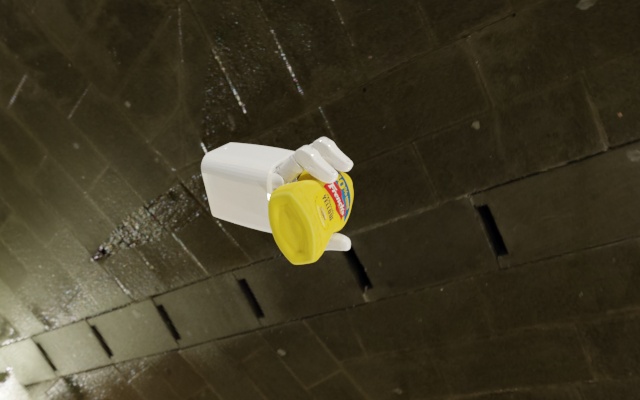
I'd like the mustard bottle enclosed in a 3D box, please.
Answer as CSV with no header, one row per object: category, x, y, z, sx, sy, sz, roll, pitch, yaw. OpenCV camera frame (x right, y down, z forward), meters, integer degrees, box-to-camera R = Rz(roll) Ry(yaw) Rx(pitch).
mustard bottle,0.000,0.002,0.637,0.058,0.096,0.191,-13,15,26
